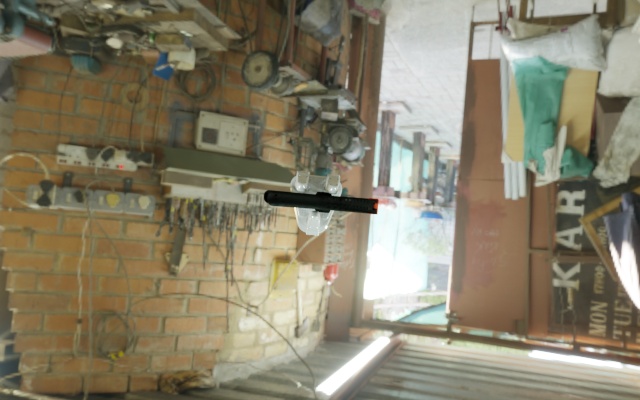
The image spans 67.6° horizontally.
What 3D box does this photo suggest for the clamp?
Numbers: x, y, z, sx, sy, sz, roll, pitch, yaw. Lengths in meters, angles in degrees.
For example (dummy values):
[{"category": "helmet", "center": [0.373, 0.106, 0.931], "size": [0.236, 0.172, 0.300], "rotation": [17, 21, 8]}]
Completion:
[{"category": "clamp", "center": [0.001, 0.004, 0.830], "size": [0.210, 0.036, 0.164], "rotation": [5, 2, -2]}]
